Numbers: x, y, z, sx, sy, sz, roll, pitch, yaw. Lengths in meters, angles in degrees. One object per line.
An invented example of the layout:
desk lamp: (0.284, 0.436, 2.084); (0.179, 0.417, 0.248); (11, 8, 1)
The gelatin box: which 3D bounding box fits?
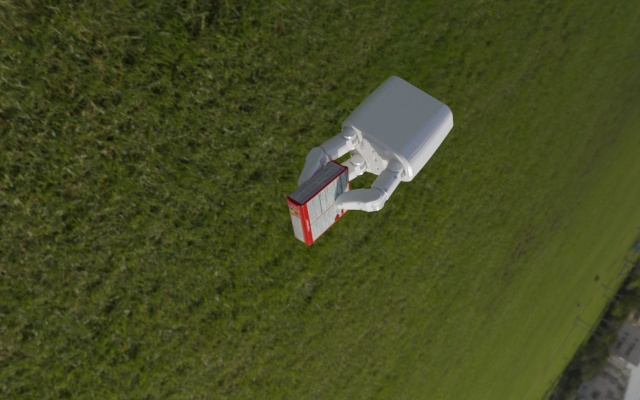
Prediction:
gelatin box: (0.000, 0.002, 0.610); (0.030, 0.073, 0.089); (28, 55, 31)
